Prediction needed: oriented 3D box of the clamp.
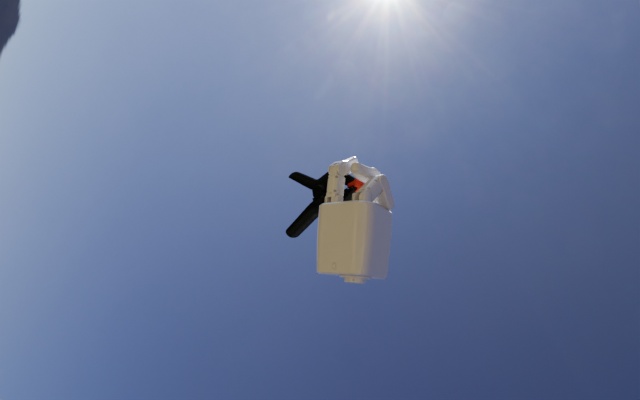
[{"bbox_3d":[0.001,0.003,0.800,0.039,0.120,0.171,11,-12,-42],"label":"clamp"}]
